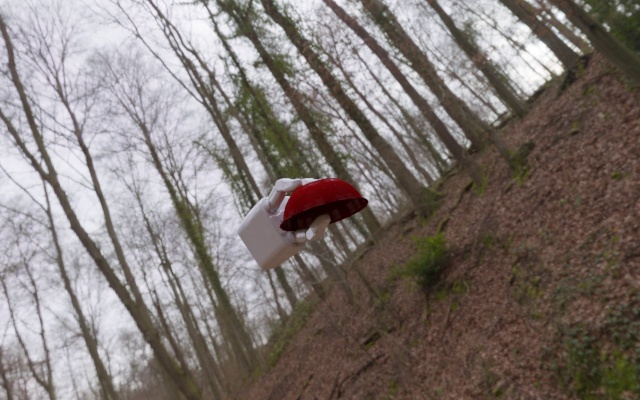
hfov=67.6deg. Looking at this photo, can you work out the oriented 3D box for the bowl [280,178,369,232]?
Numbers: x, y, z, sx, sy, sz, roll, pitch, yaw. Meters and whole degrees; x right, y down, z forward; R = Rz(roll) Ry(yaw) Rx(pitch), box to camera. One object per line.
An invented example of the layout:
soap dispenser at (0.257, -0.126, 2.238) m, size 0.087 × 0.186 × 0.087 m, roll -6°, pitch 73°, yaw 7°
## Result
bowl at (0.001, 0.002, 0.842) m, size 0.162 × 0.055 × 0.162 m, roll -15°, pitch -15°, yaw -4°
